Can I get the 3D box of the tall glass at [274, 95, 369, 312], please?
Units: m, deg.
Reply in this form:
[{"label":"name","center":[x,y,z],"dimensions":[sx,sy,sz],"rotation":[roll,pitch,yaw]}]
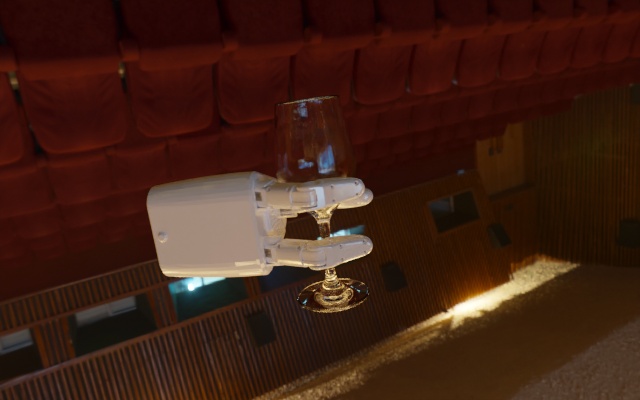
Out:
[{"label":"tall glass","center":[0.000,0.002,0.469],"dimensions":[0.079,0.201,0.079],"rotation":[-7,13,2]}]
